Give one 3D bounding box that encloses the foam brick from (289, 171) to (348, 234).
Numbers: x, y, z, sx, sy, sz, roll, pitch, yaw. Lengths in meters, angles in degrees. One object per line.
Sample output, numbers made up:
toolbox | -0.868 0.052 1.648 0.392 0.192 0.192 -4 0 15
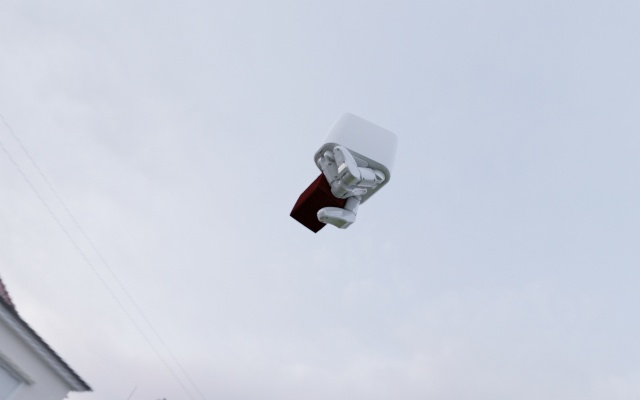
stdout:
foam brick | 0.000 0.003 0.725 0.053 0.051 0.078 37 -49 -12
